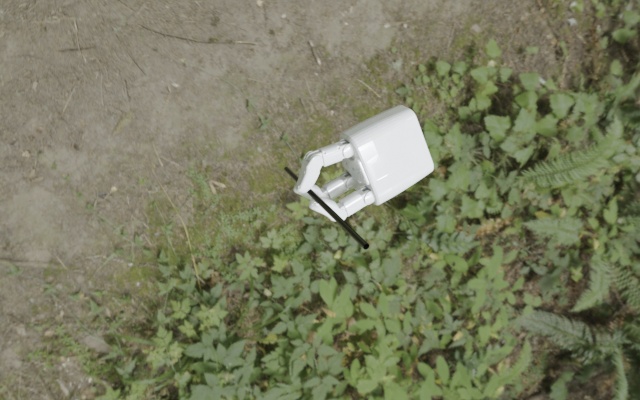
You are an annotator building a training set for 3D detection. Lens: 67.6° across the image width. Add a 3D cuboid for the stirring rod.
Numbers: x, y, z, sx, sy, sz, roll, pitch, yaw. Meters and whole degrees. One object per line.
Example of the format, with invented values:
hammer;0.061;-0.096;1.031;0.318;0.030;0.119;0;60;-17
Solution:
stirring rod;0.000;0.002;0.645;0.011;0.011;0.239;0;25;-29
